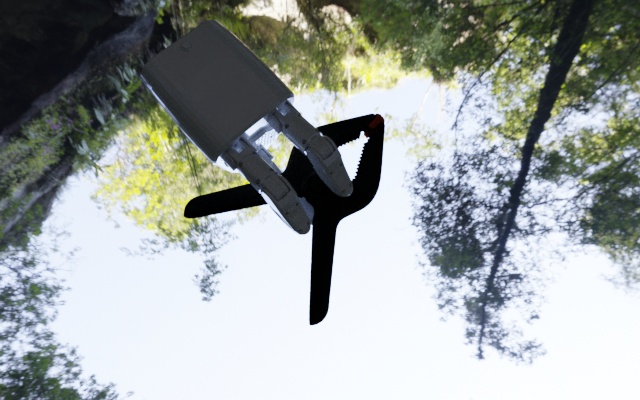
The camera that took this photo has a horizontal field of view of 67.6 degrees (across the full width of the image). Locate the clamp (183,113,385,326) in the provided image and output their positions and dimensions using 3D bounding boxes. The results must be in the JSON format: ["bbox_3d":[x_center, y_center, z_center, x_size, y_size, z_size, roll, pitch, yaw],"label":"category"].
[{"bbox_3d":[0.000,0.001,0.464,0.210,0.164,0.036,-42,-3,-15],"label":"clamp"}]
